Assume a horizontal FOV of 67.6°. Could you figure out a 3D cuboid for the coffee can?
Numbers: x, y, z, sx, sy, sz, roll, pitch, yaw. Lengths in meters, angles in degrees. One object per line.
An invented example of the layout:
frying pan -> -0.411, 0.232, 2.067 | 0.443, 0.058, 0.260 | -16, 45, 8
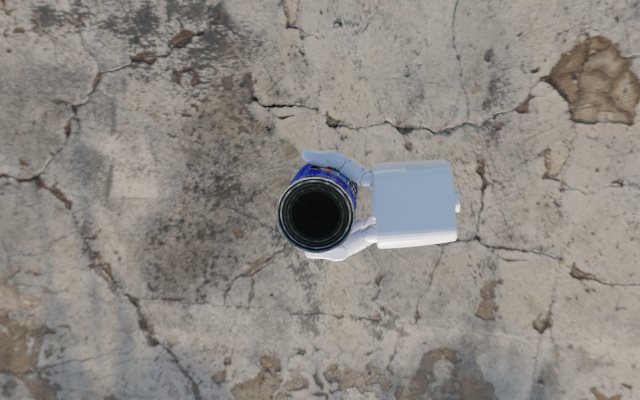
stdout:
coffee can -> 0.000, 0.002, 0.672 | 0.103, 0.103, 0.140 | 0, 14, 6
